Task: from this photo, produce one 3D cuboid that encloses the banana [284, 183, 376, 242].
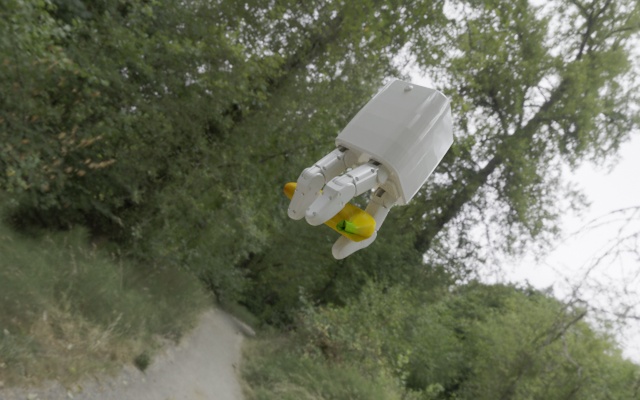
[{"bbox_3d":[0.015,0.012,0.573,0.070,0.037,0.197,35,-3,-25],"label":"banana"}]
